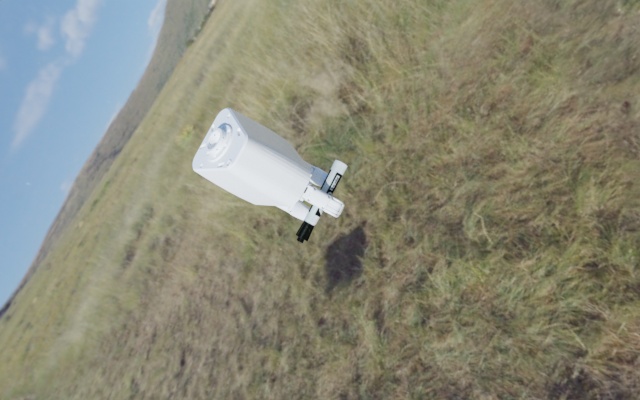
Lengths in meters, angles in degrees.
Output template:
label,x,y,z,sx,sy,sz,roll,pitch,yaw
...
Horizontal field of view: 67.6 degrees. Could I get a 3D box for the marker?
label,x,y,z,sx,sy,sz,roll,pitch,yaw
marker,0.000,0.002,0.642,0.020,0.121,0.020,28,-2,1
